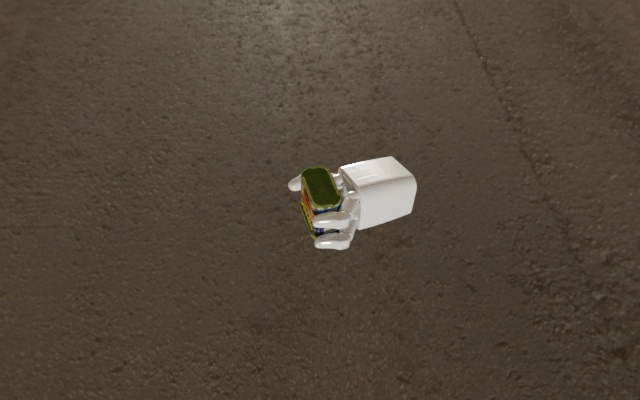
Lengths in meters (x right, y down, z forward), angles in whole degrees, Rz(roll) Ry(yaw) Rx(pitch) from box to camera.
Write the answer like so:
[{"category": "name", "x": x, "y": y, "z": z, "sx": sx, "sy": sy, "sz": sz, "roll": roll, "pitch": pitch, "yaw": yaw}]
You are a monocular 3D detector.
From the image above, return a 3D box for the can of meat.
[{"category": "can of meat", "x": 0.000, "y": 0.002, "z": 0.825, "sx": 0.057, "sy": 0.102, "sz": 0.084, "roll": -12, "pitch": -40, "yaw": -12}]
